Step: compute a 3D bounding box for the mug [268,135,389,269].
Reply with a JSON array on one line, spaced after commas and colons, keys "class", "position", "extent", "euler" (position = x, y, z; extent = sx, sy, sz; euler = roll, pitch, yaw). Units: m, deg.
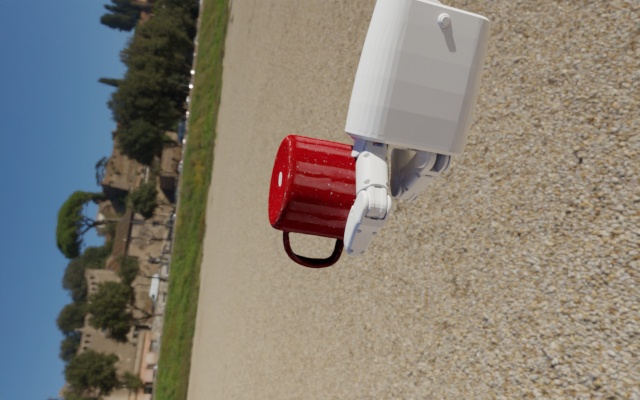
[{"class": "mug", "position": [0.000, 0.003, 0.412], "extent": [0.081, 0.117, 0.093], "euler": [9, 10, -16]}]
